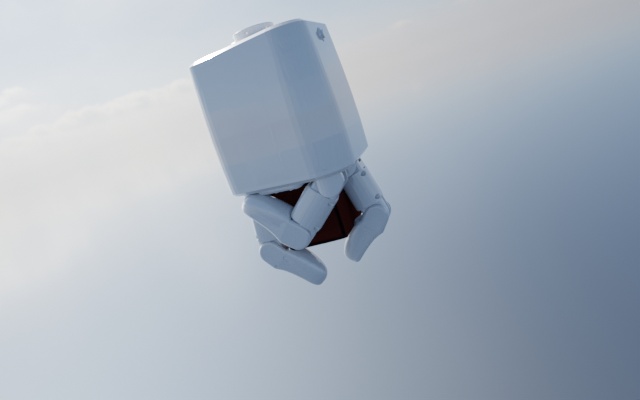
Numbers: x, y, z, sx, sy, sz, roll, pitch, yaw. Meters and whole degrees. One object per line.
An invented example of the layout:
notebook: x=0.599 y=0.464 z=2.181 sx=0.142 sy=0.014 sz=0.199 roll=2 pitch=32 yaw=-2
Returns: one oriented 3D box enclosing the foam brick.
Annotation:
foam brick: x=0.000 y=0.001 z=0.413 sx=0.053 sy=0.051 sz=0.078 roll=-15 pitch=12 yaw=19
